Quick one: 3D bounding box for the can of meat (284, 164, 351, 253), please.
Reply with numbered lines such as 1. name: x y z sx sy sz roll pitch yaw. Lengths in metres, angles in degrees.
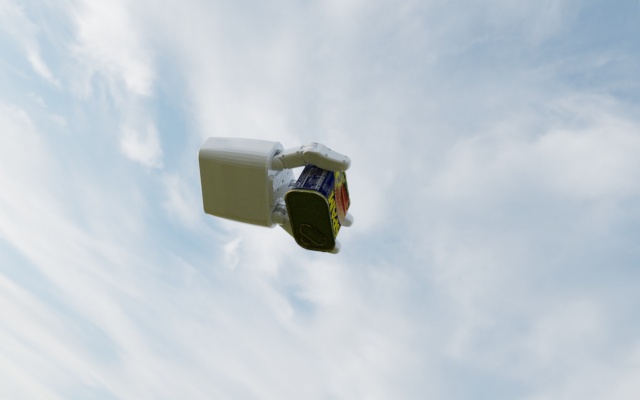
1. can of meat: 0.000 0.002 0.623 0.057 0.102 0.084 5 42 20
